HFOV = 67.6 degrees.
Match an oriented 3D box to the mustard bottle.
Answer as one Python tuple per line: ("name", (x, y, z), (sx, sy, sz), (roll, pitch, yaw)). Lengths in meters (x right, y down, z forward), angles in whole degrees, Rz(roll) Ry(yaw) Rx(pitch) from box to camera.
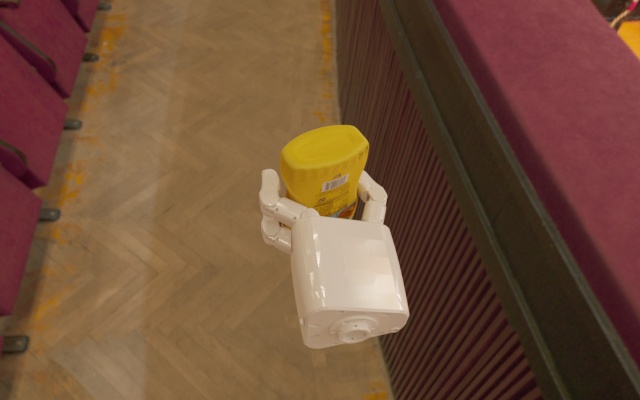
("mustard bottle", (0.000, 0.001, 0.573), (0.096, 0.058, 0.192), (-23, -34, -21))
